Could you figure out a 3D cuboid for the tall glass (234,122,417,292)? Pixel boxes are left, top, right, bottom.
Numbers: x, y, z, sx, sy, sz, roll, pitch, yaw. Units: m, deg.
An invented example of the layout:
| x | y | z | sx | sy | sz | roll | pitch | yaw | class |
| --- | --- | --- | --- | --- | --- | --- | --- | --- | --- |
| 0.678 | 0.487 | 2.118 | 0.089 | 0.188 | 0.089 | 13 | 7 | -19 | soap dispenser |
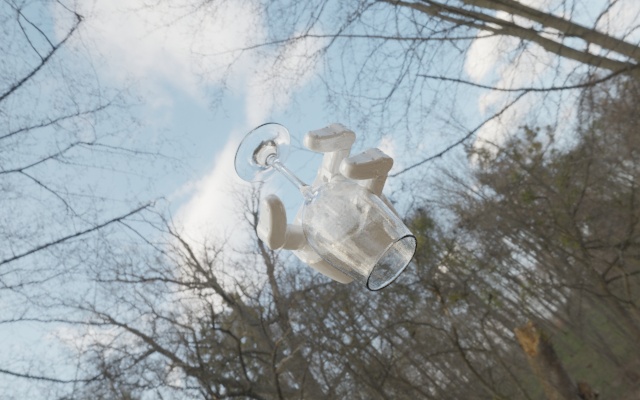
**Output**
| x | y | z | sx | sy | sz | roll | pitch | yaw | class |
| --- | --- | --- | --- | --- | --- | --- | --- | --- | --- |
| 0.000 | 0.001 | 0.469 | 0.079 | 0.079 | 0.201 | 0 | 33 | -48 | tall glass |
